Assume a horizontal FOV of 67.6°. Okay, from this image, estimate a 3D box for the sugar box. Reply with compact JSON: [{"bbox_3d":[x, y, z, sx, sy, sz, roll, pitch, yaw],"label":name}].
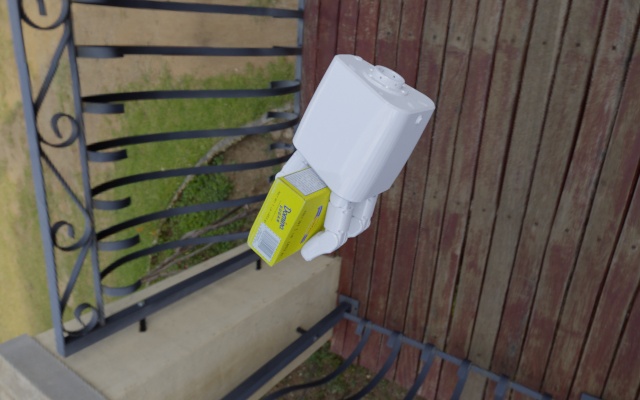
[{"bbox_3d":[0.000,0.002,0.543,0.048,0.093,0.176,41,33,19],"label":"sugar box"}]
